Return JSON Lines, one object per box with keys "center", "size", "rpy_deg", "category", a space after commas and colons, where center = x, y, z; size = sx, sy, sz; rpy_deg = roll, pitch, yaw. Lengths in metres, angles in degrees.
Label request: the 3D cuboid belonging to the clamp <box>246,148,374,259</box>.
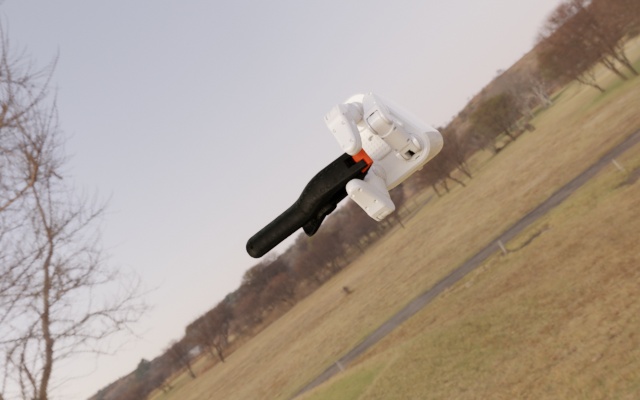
{"center": [0.000, 0.001, 0.541], "size": [0.171, 0.039, 0.120], "rpy_deg": [-41, -8, 25], "category": "clamp"}
